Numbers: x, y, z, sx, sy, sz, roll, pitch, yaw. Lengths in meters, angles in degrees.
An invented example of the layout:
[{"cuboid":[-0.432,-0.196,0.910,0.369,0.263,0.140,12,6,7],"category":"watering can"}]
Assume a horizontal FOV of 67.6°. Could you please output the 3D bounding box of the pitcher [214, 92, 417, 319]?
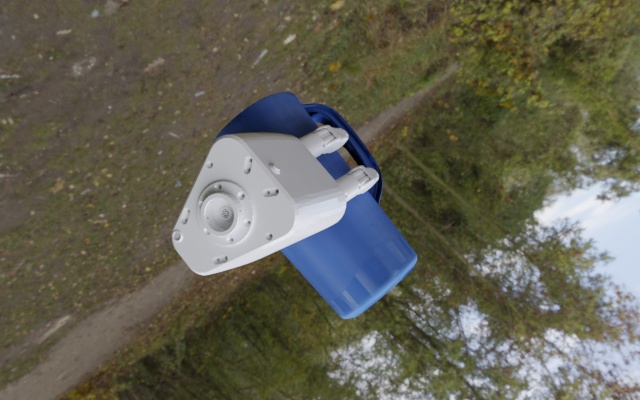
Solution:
[{"cuboid":[0.000,0.002,0.543,0.149,0.243,0.145,-43,-10,16],"category":"pitcher"}]
